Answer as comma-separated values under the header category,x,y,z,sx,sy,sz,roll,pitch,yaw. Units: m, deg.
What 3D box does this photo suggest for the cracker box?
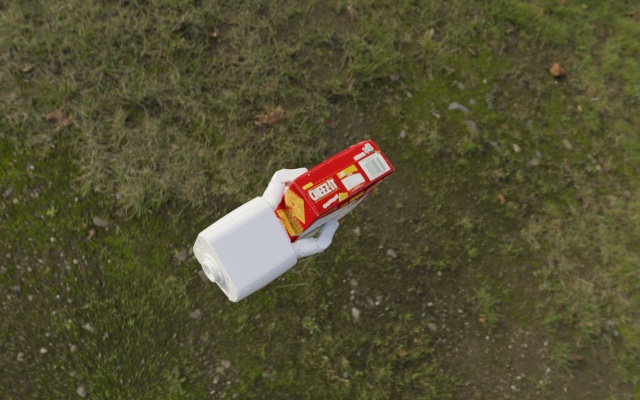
category,x,y,z,sx,sy,sz,roll,pitch,yaw
cracker box,0.000,0.003,0.786,0.164,0.072,0.214,-31,-9,-31
